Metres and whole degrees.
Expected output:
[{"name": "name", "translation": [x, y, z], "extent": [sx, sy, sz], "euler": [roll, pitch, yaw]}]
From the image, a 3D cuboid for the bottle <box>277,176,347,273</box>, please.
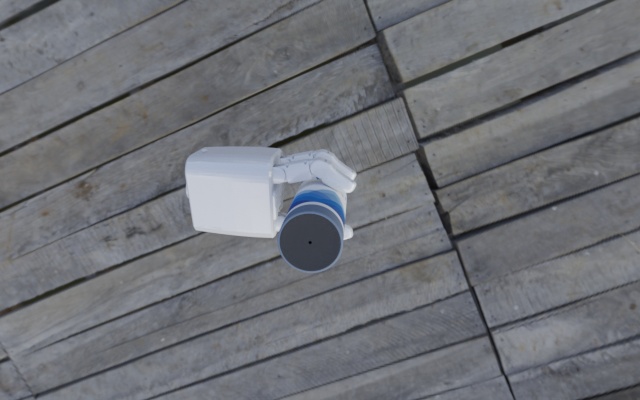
[{"name": "bottle", "translation": [0.000, 0.002, 0.618], "extent": [0.069, 0.069, 0.295], "euler": [0, 16, 4]}]
